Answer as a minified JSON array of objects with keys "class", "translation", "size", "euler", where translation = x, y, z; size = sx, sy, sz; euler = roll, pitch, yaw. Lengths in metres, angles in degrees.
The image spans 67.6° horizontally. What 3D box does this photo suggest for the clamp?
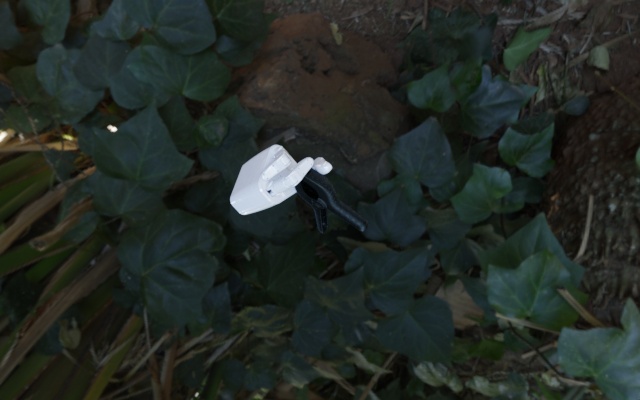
[{"class":"clamp","translation":[0.000,0.003,0.892],"size":[0.120,0.171,0.039],"euler":[-21,27,45]}]
